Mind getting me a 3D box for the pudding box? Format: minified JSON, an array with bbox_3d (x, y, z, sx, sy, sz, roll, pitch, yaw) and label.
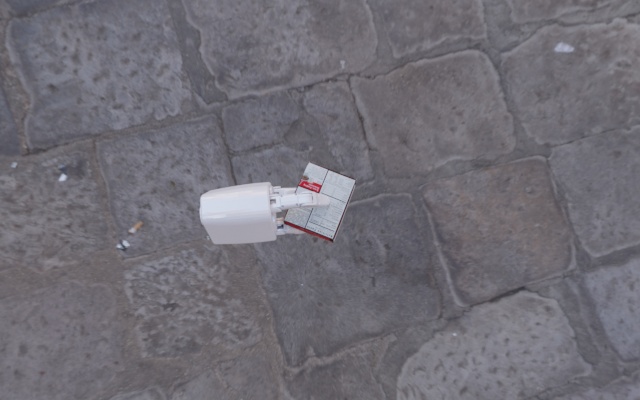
[{"bbox_3d":[0.000,0.003,0.789,0.090,0.113,0.039,22,-9,3],"label":"pudding box"}]
